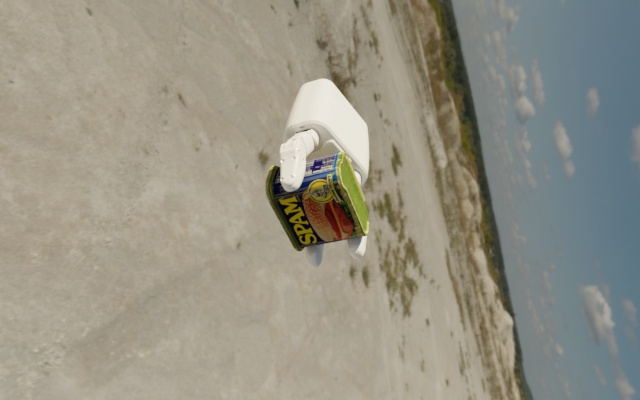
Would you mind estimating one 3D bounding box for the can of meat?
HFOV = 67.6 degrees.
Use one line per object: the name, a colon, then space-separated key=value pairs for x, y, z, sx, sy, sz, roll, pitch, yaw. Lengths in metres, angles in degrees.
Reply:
can of meat: x=0.000 y=0.002 z=0.524 sx=0.084 sy=0.102 sz=0.057 roll=-12 pitch=36 yaw=18
